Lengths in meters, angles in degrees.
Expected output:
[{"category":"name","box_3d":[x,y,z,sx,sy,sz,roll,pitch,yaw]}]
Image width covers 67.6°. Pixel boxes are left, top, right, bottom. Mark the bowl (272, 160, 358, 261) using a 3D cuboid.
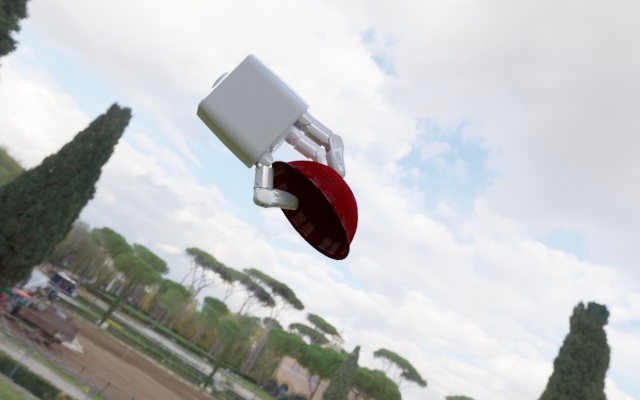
[{"category":"bowl","box_3d":[0.001,0.003,0.651,0.055,0.162,0.162,-37,17,-24]}]
